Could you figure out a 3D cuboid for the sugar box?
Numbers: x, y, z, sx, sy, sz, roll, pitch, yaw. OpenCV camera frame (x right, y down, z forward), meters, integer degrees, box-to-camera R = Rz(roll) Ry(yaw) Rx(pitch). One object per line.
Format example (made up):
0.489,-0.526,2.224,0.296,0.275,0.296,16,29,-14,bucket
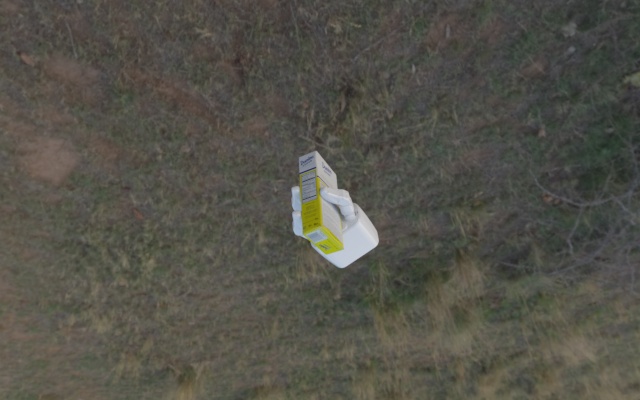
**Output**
0.000,0.003,0.898,0.048,0.176,0.093,-21,-39,18,sugar box
